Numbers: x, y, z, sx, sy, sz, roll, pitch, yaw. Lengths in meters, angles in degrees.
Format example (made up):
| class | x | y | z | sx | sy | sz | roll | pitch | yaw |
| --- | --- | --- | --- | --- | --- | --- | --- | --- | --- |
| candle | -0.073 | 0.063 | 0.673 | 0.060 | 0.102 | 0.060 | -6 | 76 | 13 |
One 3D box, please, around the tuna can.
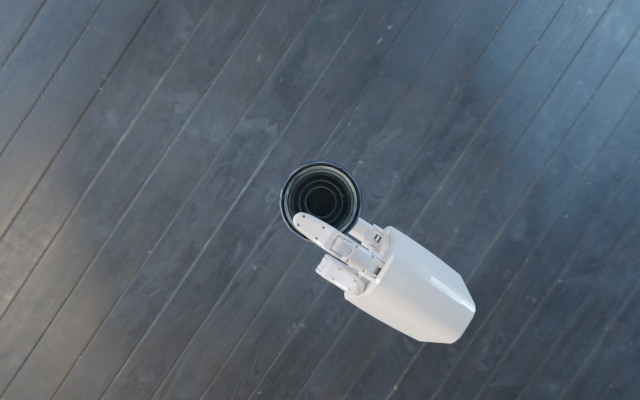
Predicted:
| class | x | y | z | sx | sy | sz | roll | pitch | yaw |
| --- | --- | --- | --- | --- | --- | --- | --- | --- | --- |
| tuna can | 0.000 | 0.002 | 0.495 | 0.086 | 0.086 | 0.034 | 0 | 1 | -1 |
